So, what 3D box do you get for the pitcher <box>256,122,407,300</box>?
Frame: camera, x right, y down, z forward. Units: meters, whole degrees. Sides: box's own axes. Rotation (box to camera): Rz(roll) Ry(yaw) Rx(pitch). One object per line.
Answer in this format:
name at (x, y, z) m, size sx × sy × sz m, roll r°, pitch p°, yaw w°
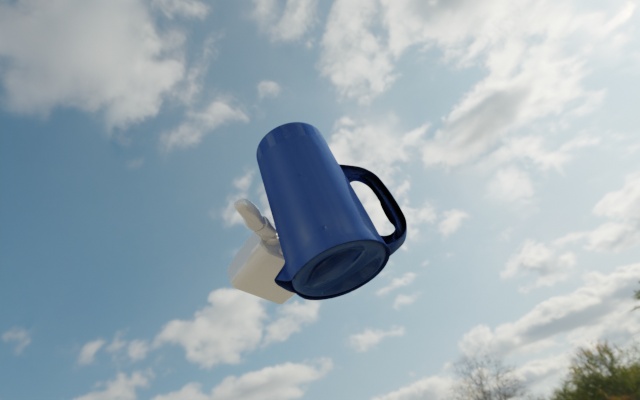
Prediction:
pitcher at (0.000, 0.002, 0.669) m, size 0.149 × 0.242 × 0.145 m, roll 12°, pitch -48°, yaw -39°
